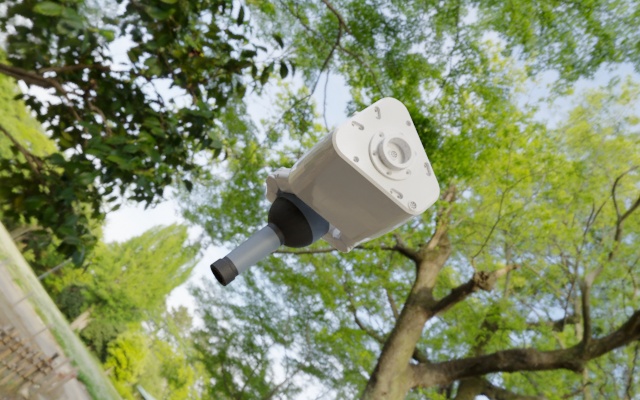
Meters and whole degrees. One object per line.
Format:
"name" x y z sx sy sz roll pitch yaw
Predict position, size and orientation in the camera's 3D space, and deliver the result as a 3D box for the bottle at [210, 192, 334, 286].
"bottle" 0.000 0.002 0.556 0.295 0.069 0.069 -35 19 -29
